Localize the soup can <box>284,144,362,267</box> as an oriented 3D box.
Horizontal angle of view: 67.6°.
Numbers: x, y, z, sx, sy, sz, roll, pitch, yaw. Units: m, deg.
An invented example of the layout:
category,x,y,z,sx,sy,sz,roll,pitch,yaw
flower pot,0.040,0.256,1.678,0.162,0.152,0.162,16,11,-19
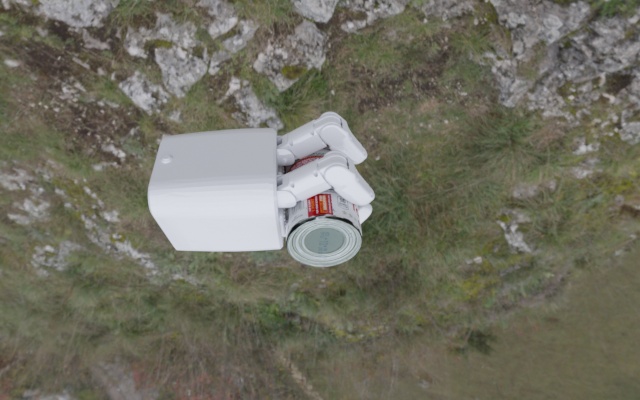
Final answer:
category,x,y,z,sx,sy,sz,roll,pitch,yaw
soup can,0.001,0.002,0.444,0.068,0.102,0.069,-2,-44,-2
